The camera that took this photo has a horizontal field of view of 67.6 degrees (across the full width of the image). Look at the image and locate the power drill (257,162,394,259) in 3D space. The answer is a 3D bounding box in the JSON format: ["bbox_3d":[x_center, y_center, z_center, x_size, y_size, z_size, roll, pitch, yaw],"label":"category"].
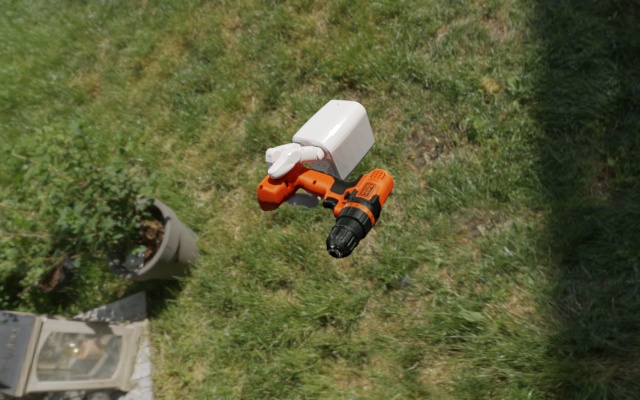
[{"bbox_3d":[0.000,0.002,0.735,0.187,0.057,0.184,17,43,22],"label":"power drill"}]
